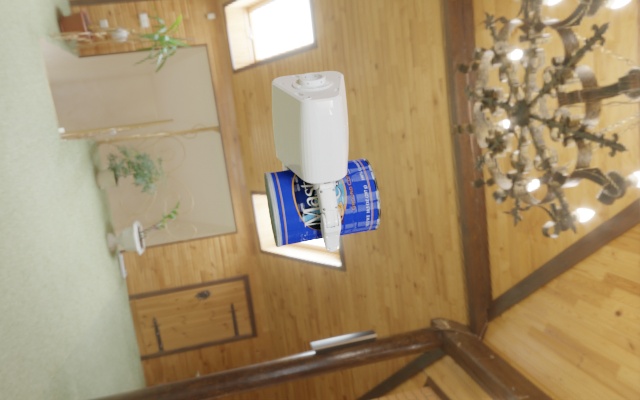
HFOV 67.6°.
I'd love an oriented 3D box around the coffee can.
[{"bbox_3d":[0.000,0.002,0.657,0.140,0.103,0.103,-9,1,-9],"label":"coffee can"}]
